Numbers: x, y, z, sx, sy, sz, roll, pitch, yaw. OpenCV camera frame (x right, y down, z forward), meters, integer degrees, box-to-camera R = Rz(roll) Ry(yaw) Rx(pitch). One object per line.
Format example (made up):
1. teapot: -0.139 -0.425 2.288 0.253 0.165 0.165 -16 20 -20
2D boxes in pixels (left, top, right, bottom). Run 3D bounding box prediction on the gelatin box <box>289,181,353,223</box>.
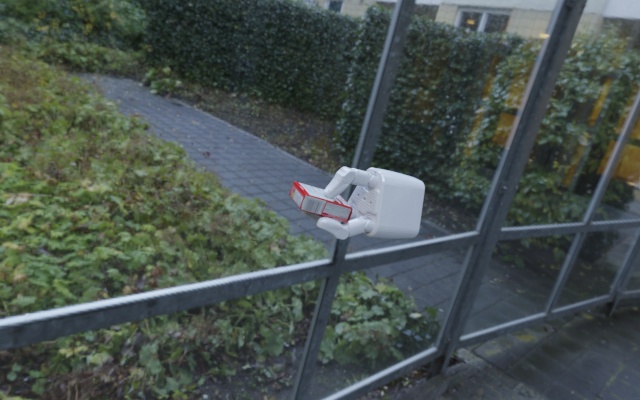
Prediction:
1. gelatin box: 0.000 0.002 0.787 0.089 0.030 0.073 16 14 -23
